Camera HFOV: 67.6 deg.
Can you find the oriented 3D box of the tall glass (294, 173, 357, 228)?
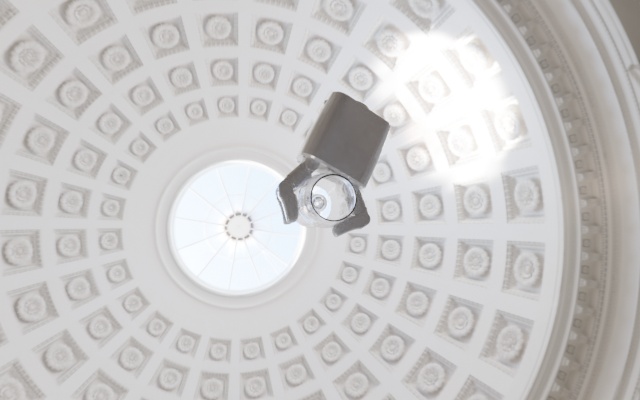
[{"bbox_3d":[0.000,0.003,0.712,0.079,0.079,0.201,0,-3,-10],"label":"tall glass"}]
